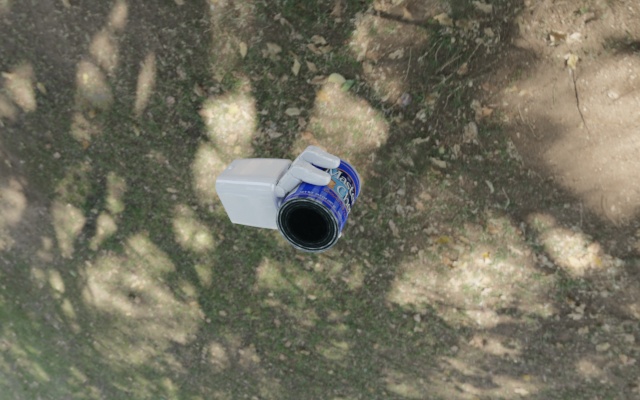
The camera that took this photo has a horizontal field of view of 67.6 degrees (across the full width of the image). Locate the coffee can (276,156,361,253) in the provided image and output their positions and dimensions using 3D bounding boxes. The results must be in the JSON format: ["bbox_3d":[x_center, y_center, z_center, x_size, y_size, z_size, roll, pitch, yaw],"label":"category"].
[{"bbox_3d":[0.000,0.003,0.778,0.103,0.103,0.140,0,31,20],"label":"coffee can"}]
